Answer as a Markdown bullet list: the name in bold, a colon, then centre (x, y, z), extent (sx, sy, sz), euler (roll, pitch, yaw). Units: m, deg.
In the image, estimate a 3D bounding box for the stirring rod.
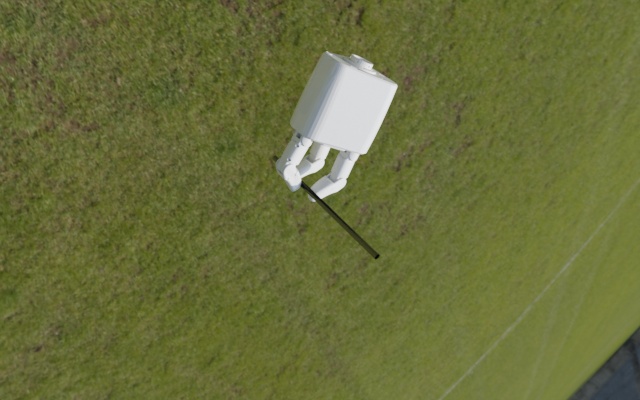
- **stirring rod**: centre (0.000, 0.002, 0.663), extent (0.011, 0.011, 0.239), euler (0, 34, -45)
